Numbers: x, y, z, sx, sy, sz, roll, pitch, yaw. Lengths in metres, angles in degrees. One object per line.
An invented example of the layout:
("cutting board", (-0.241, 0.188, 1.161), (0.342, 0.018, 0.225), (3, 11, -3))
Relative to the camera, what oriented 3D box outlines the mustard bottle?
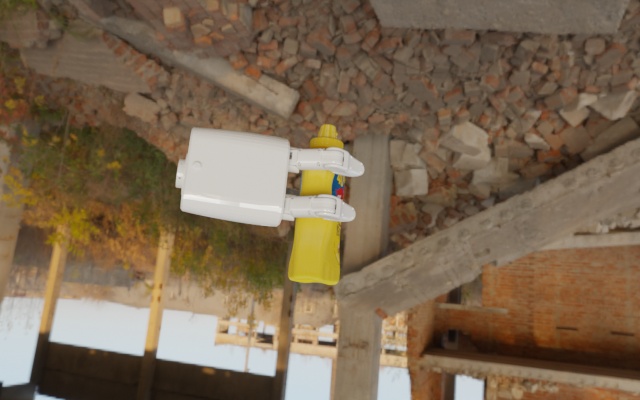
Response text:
("mustard bottle", (0.000, 0.002, 0.570), (0.058, 0.191, 0.096), (3, -11, 11))
